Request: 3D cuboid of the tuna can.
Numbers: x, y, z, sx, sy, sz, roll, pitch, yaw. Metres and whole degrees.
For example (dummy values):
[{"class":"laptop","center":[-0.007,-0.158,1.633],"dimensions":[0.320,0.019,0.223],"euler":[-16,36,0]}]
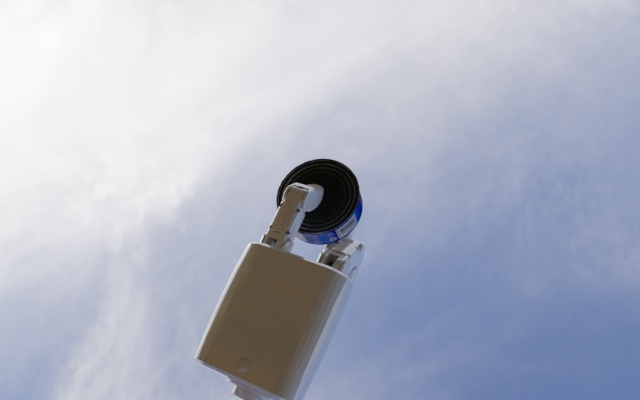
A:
[{"class":"tuna can","center":[0.000,0.002,0.492],"dimensions":[0.086,0.086,0.034],"euler":[0,-28,14]}]
